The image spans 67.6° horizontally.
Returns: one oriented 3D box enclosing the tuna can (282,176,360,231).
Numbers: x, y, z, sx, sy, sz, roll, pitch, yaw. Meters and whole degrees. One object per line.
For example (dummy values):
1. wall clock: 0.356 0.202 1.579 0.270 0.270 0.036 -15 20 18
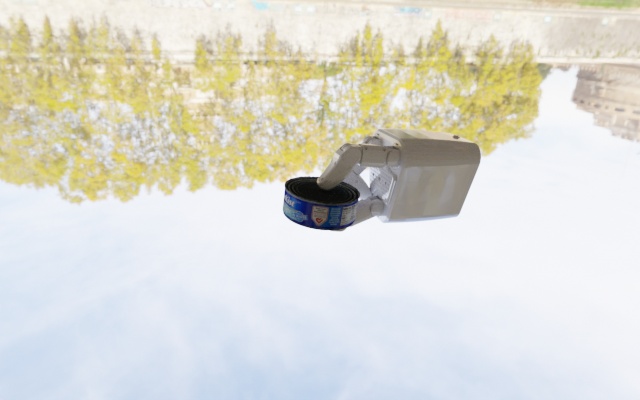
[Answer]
1. tuna can: 0.000 0.002 0.541 0.086 0.034 0.086 7 21 -3
